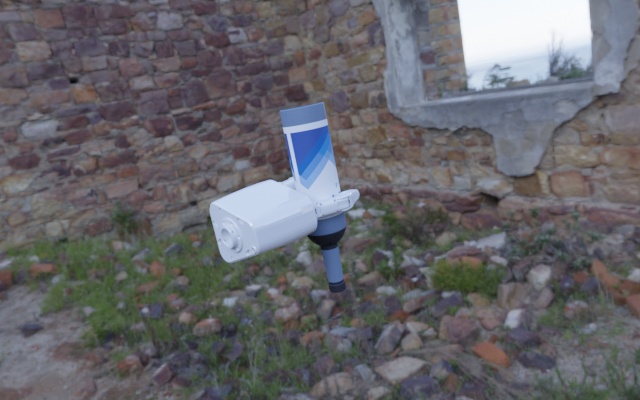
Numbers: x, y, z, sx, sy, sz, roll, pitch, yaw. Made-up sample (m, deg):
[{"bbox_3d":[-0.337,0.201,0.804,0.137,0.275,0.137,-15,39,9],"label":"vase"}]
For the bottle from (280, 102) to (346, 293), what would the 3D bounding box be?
[{"bbox_3d":[0.000,0.002,0.735,0.069,0.296,0.069,-11,13,2],"label":"bottle"}]
